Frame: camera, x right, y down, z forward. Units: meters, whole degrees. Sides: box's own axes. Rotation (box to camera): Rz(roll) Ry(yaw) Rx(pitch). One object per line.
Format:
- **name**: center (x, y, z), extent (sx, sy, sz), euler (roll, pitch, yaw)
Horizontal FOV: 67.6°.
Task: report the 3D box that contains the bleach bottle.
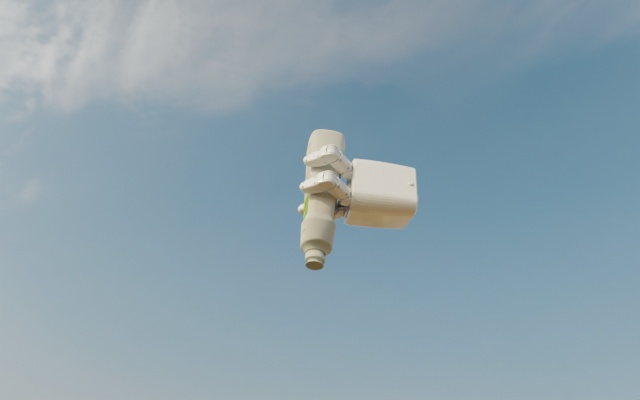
- **bleach bottle**: center (0.000, 0.003, 0.796), extent (0.068, 0.250, 0.103), euler (7, -36, -2)
